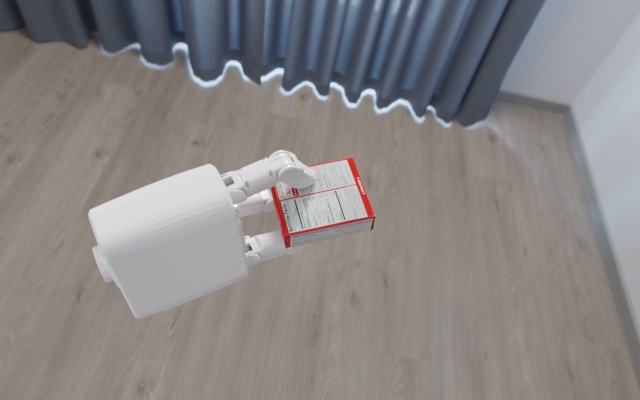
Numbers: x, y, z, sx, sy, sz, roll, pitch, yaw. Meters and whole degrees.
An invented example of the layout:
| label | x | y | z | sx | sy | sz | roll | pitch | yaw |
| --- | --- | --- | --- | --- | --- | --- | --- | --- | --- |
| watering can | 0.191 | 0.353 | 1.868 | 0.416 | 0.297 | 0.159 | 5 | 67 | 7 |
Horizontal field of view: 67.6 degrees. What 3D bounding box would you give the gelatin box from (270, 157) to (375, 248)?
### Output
| label | x | y | z | sx | sy | sz | roll | pitch | yaw |
| --- | --- | --- | --- | --- | --- | --- | --- | --- | --- |
| gelatin box | 0.000 | 0.001 | 0.466 | 0.089 | 0.073 | 0.030 | -12 | -31 | -9 |
